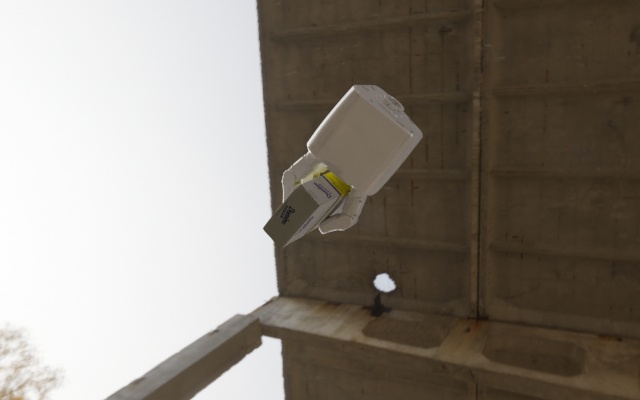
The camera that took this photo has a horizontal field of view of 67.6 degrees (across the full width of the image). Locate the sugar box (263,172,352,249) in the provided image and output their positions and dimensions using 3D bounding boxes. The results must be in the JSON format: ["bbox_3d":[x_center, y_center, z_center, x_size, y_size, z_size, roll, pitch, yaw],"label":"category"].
[{"bbox_3d":[0.000,0.002,0.688,0.093,0.048,0.176,-48,-14,29],"label":"sugar box"}]
